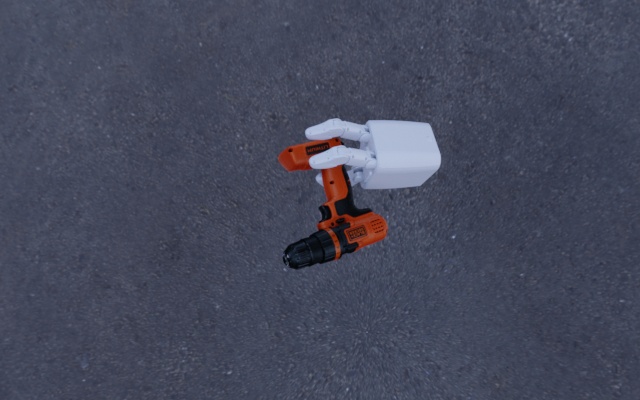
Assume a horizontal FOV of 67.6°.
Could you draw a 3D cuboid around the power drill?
[{"bbox_3d":[0.000,0.002,0.753,0.184,0.187,0.057,-16,-8,-30],"label":"power drill"}]
